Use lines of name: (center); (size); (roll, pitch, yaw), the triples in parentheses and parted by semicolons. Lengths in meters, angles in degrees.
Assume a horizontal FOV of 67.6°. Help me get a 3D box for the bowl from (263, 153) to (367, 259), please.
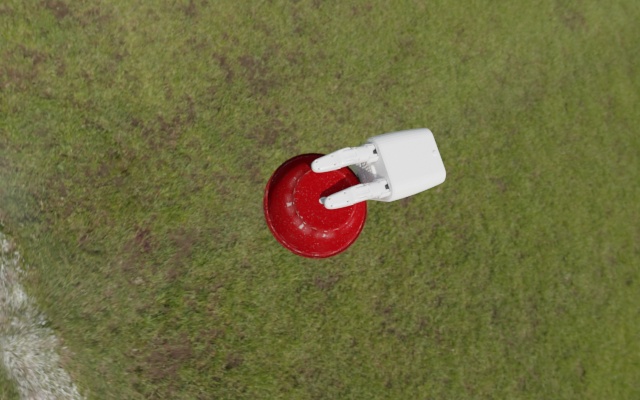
bowl: (-0.001, 0.003, 0.693); (0.162, 0.162, 0.055); (0, -10, -14)
